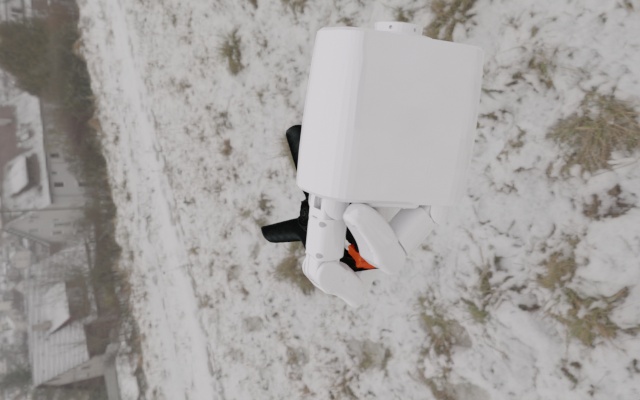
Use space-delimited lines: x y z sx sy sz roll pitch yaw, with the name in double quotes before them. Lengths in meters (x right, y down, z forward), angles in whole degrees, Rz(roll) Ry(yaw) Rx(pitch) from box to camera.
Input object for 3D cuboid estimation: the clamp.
"clamp" 0.000 0.002 0.413 0.039 0.120 0.171 -3 16 -34
